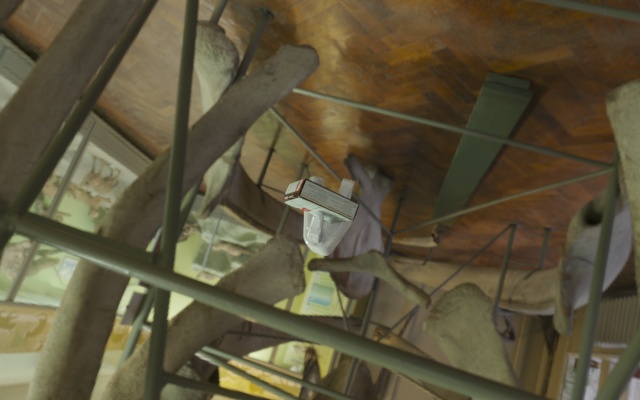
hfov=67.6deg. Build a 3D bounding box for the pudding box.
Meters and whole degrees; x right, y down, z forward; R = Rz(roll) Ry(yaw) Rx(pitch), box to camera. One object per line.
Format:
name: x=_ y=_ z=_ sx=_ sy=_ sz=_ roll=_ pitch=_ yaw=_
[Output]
pudding box: x=0.000 y=0.003 z=0.852 sx=0.113 sy=0.039 sz=0.090 roll=23 pitch=-14 yaw=-19
